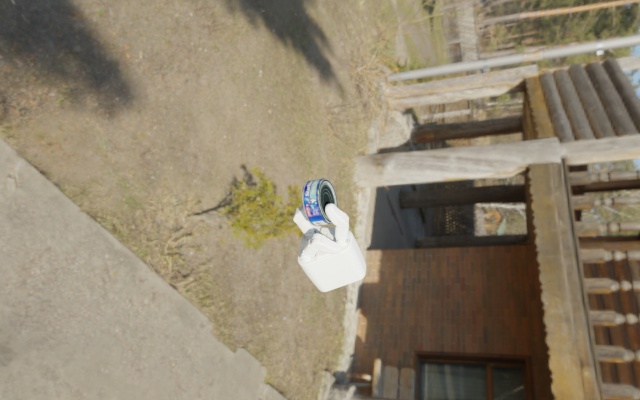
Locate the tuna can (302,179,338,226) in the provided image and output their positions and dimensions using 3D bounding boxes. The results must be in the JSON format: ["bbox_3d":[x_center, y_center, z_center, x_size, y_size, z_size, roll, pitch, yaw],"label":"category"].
[{"bbox_3d":[0.001,0.003,0.884,0.034,0.086,0.086,-9,-4,25],"label":"tuna can"}]
